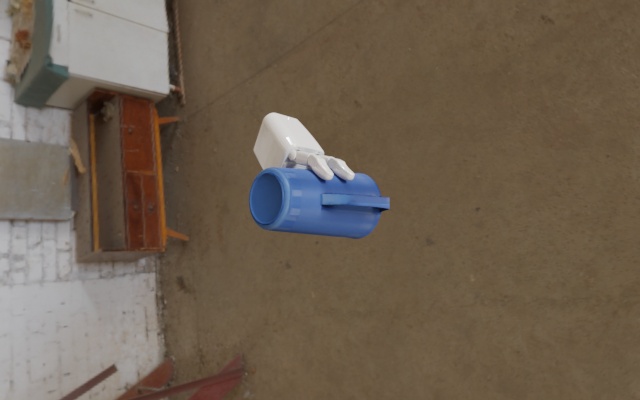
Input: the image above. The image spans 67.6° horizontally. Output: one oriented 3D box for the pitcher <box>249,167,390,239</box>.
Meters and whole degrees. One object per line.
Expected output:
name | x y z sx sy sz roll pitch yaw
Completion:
pitcher | 0.000 0.003 0.879 0.243 0.149 0.145 5 41 -46
